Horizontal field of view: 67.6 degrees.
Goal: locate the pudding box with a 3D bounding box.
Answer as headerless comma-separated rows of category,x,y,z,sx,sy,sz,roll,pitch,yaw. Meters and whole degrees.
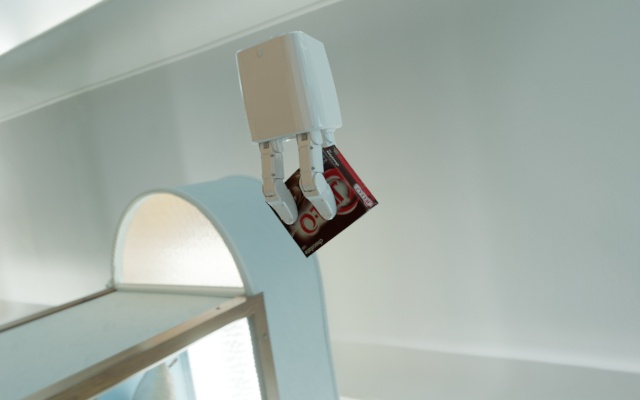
pudding box,0.000,0.002,0.573,0.113,0.090,0.039,-41,-9,35
